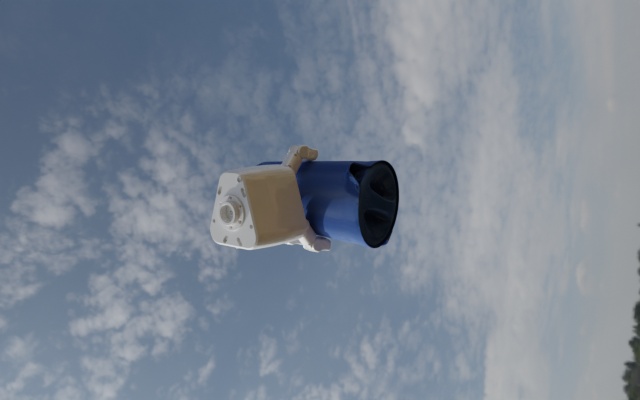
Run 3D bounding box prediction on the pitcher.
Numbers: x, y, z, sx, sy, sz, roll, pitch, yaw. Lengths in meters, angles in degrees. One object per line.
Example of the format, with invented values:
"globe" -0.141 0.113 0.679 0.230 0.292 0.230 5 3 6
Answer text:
"pitcher" 0.000 0.003 0.787 0.243 0.149 0.145 7 11 34
